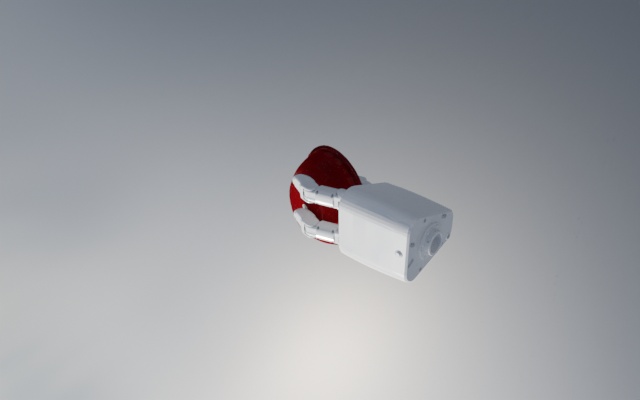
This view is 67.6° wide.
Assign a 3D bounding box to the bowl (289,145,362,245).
[{"bbox_3d":[-0.001,0.002,0.712,0.055,0.162,0.162,-20,10,-29],"label":"bowl"}]
